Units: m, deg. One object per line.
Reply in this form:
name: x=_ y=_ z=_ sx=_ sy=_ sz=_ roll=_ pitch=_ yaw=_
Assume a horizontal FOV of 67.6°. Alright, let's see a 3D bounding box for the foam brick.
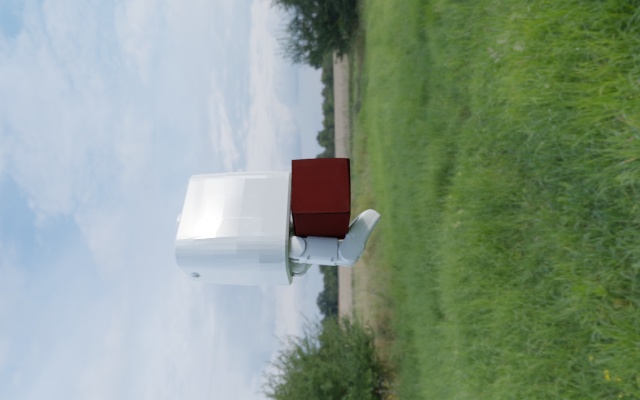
foam brick: x=0.000 y=0.001 z=0.436 sx=0.051 sy=0.053 sz=0.078 roll=0 pitch=-23 yaw=0
